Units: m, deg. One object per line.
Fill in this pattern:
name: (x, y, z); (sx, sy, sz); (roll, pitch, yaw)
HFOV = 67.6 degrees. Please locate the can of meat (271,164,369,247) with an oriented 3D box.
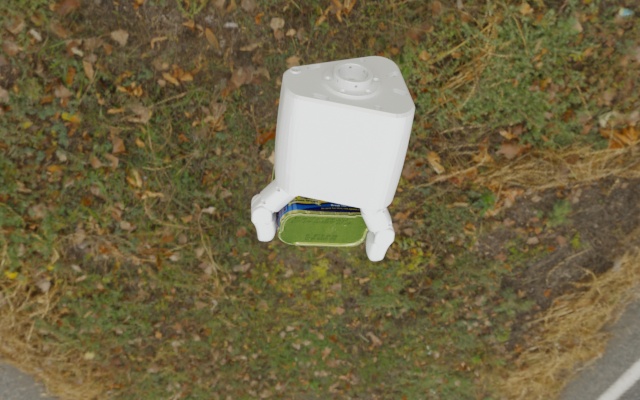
can of meat: (0.000, 0.002, 0.520); (0.102, 0.083, 0.057); (2, -44, -12)
